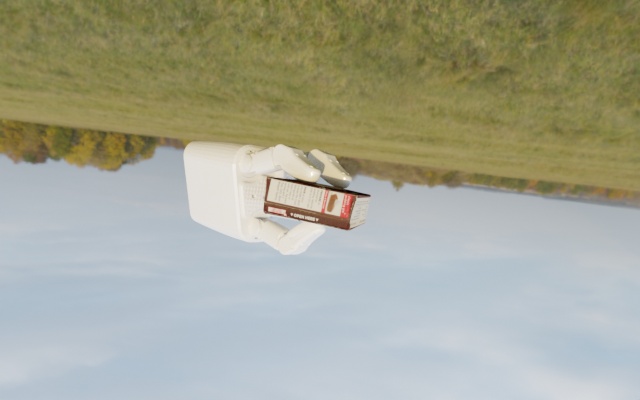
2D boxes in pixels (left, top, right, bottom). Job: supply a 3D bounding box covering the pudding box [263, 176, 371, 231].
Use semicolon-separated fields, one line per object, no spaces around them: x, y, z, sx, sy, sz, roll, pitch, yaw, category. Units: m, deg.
0.000;0.002;0.494;0.090;0.039;0.113;11;5;12;pudding box
